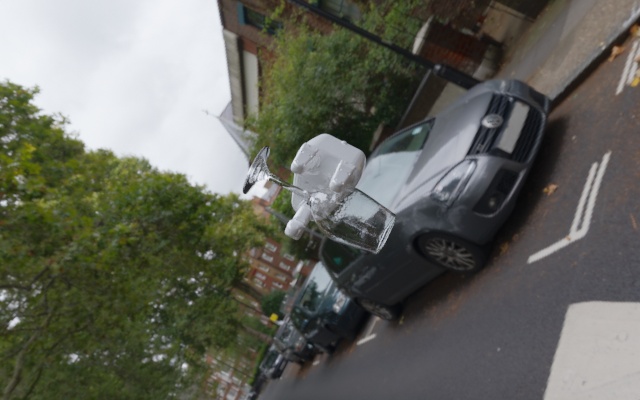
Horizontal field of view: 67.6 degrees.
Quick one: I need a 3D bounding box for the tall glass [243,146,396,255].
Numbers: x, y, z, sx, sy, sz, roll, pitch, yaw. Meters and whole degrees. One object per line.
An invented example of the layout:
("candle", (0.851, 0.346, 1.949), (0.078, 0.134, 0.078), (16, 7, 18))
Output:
("tall glass", (-0.001, 0.002, 0.652), (0.201, 0.079, 0.079), (27, 2, 3))
